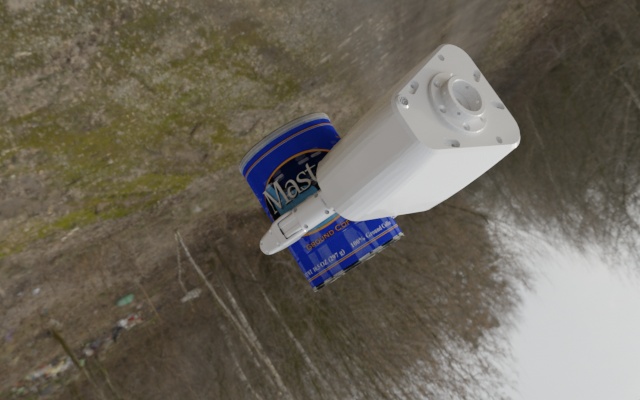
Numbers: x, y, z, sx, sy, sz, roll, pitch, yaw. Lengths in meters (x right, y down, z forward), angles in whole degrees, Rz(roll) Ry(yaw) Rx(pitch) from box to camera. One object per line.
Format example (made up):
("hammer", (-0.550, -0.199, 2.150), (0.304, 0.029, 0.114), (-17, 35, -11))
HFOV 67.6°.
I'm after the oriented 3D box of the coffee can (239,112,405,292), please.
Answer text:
("coffee can", (0.000, 0.001, 0.464), (0.103, 0.140, 0.103), (-32, -8, -5))
